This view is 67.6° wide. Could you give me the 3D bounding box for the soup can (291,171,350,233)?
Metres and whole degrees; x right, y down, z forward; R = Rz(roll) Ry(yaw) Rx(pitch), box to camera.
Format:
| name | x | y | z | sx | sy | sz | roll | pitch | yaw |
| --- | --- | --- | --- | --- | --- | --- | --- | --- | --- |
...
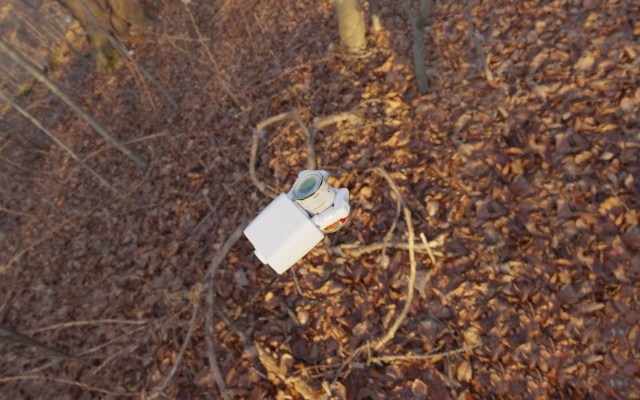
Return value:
| name | x | y | z | sx | sy | sz | roll | pitch | yaw |
| --- | --- | --- | --- | --- | --- | --- | --- | --- | --- |
| soup can | 0.000 | 0.002 | 0.881 | 0.068 | 0.068 | 0.102 | 0 | -38 | 40 |
